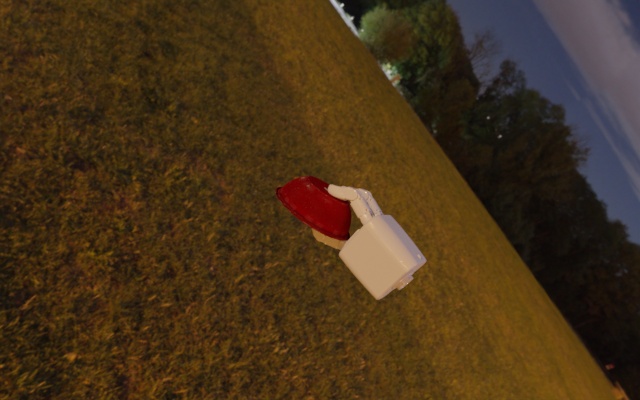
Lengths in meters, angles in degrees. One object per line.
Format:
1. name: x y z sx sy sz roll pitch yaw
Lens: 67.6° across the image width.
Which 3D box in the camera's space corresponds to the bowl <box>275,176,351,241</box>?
1. bowl: -0.001 0.002 0.866 0.162 0.055 0.162 32 14 -9
